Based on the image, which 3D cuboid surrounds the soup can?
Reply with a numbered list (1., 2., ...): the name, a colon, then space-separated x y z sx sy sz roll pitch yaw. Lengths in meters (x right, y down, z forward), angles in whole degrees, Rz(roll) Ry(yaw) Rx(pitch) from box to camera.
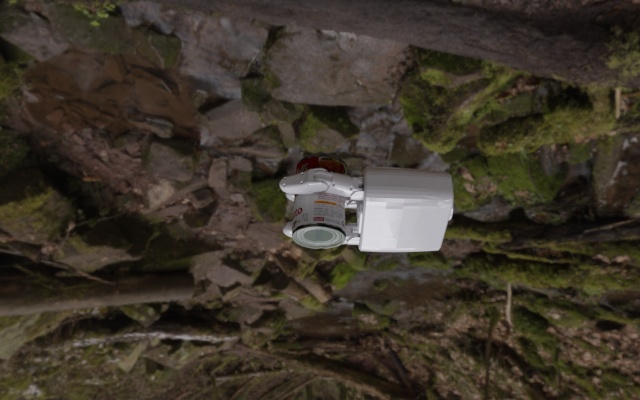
1. soup can: 0.000 0.002 0.601 0.068 0.102 0.068 2 -29 1
